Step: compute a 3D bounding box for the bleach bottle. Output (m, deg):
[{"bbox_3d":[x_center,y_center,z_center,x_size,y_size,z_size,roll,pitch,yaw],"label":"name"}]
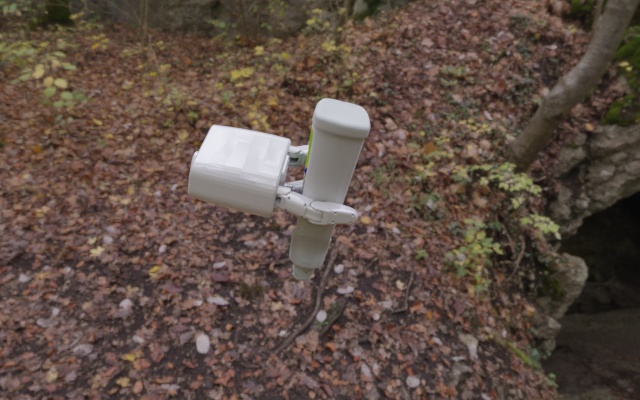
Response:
[{"bbox_3d":[0.000,0.002,0.624,0.068,0.251,0.102,13,26,-3],"label":"bleach bottle"}]
